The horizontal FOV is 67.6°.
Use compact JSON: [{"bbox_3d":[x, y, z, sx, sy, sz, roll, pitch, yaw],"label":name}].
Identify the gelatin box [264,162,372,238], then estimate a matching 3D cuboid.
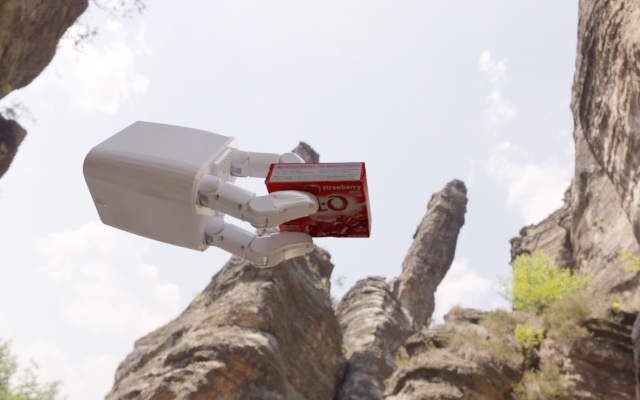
[{"bbox_3d":[0.000,0.001,0.439,0.089,0.073,0.030,-1,44,12],"label":"gelatin box"}]
